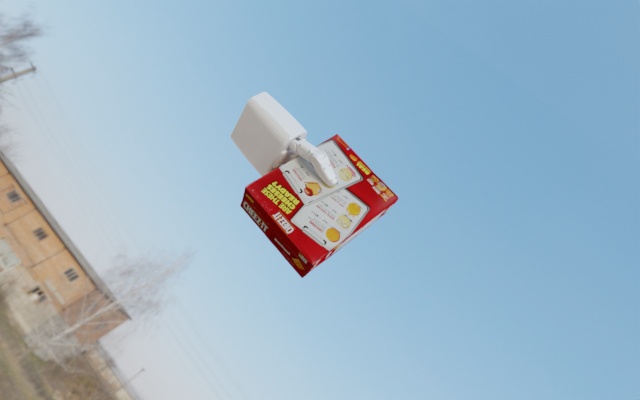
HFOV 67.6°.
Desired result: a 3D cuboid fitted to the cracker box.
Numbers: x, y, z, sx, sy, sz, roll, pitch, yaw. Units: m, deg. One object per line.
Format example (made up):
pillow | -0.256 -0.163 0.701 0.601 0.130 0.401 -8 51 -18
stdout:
cracker box | 0.000 0.002 0.805 0.213 0.164 0.072 -34 -15 -32
